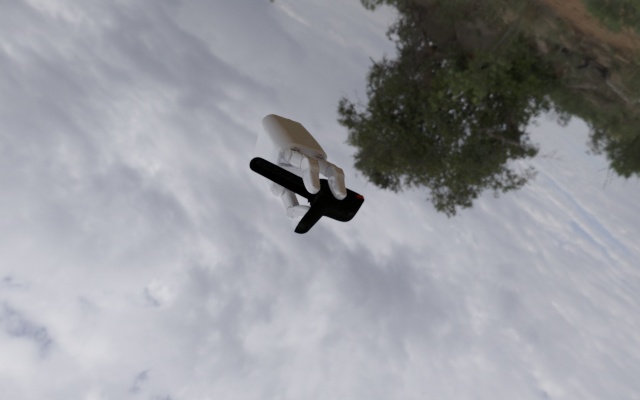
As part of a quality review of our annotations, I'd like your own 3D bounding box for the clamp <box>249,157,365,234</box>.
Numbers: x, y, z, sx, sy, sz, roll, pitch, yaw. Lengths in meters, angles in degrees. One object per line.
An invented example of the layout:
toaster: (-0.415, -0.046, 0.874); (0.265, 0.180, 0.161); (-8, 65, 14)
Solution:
clamp: (0.000, 0.003, 0.767); (0.210, 0.036, 0.164); (12, 33, -39)
